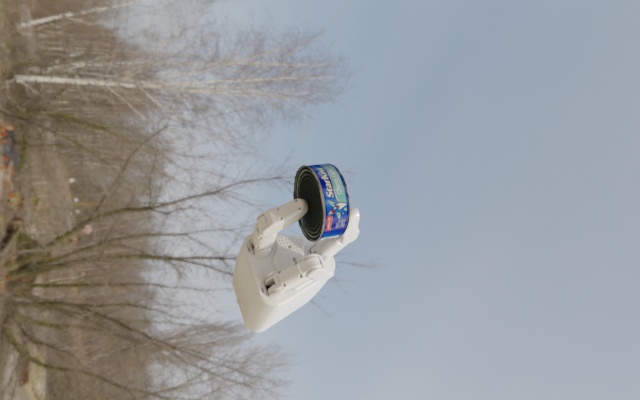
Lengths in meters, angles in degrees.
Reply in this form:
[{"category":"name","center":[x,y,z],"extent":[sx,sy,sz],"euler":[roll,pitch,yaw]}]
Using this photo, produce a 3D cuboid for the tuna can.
[{"category":"tuna can","center":[0.001,0.002,0.535],"extent":[0.034,0.086,0.086],"euler":[-8,3,-23]}]
